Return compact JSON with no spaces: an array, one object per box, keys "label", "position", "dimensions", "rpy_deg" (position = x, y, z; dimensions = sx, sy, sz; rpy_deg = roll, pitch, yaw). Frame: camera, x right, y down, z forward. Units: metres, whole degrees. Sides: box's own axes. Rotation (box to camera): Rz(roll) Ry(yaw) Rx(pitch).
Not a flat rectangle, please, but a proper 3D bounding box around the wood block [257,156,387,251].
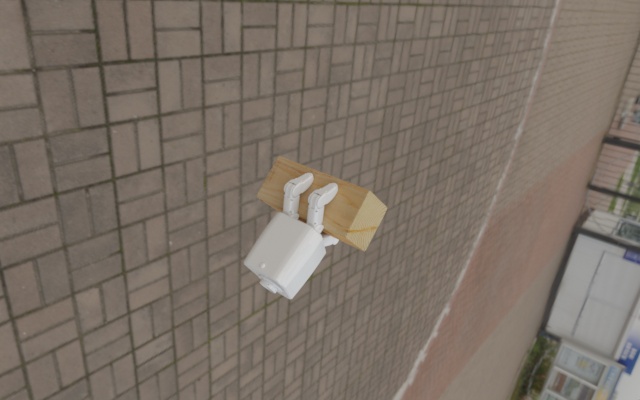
[{"label":"wood block","position":[0.000,0.003,0.858],"dimensions":[0.206,0.090,0.091],"rpy_deg":[23,-9,33]}]
